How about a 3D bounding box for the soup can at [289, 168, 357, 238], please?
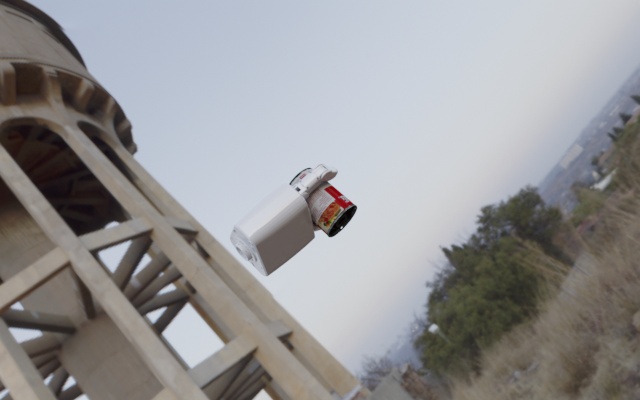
[{"bbox_3d":[0.000,0.002,0.780,0.102,0.068,0.068,41,16,19],"label":"soup can"}]
